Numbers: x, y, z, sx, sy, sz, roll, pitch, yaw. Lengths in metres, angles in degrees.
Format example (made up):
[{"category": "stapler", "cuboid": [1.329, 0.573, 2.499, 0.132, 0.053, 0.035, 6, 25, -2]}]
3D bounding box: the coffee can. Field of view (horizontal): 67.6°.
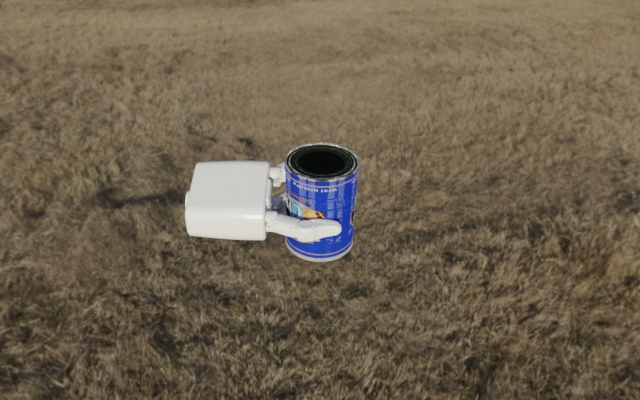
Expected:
[{"category": "coffee can", "cuboid": [0.000, 0.002, 0.685, 0.103, 0.140, 0.102, 1, 35, -1]}]
